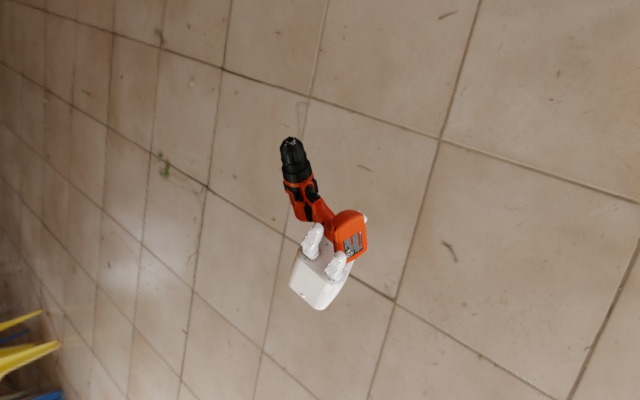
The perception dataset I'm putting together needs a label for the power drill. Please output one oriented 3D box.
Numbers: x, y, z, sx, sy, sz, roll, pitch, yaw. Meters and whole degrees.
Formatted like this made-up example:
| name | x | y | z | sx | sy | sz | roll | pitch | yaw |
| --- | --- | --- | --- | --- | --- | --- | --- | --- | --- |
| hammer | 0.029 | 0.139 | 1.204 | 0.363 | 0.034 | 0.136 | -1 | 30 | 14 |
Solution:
| name | x | y | z | sx | sy | sz | roll | pitch | yaw |
| --- | --- | --- | --- | --- | --- | --- | --- | --- | --- |
| power drill | 0.000 | 0.003 | 0.786 | 0.057 | 0.185 | 0.187 | -29 | 48 | -15 |
